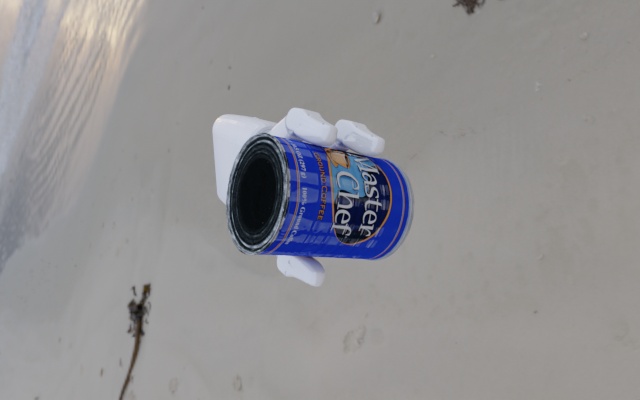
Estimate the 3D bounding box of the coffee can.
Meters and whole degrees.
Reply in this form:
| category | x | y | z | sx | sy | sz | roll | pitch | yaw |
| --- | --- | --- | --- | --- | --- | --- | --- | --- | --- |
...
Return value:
| category | x | y | z | sx | sy | sz | roll | pitch | yaw |
| --- | --- | --- | --- | --- | --- | --- | --- | --- | --- |
| coffee can | 0.000 | 0.002 | 0.436 | 0.140 | 0.103 | 0.103 | 7 | -5 | -36 |
